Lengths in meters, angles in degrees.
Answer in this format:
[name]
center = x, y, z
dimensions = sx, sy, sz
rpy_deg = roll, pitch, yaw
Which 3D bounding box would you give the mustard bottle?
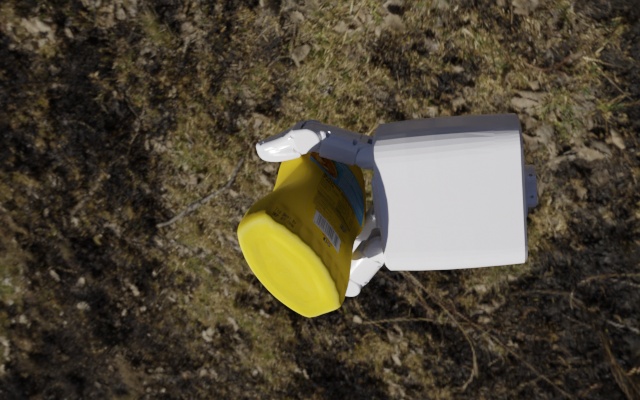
[mustard bottle]
center = 0.000, 0.002, 0.416
dimensions = 0.058, 0.096, 0.191
rpy_deg = -28, 21, 29
